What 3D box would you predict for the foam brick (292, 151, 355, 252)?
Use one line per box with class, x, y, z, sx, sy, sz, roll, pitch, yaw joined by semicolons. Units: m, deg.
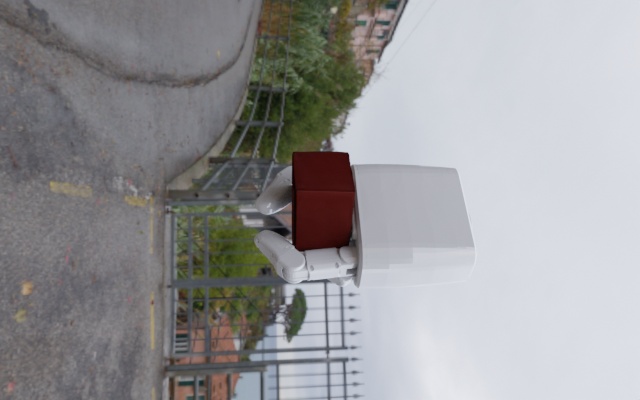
foam brick;0.000;0.001;0.424;0.051;0.078;0.053;0;44;-4
